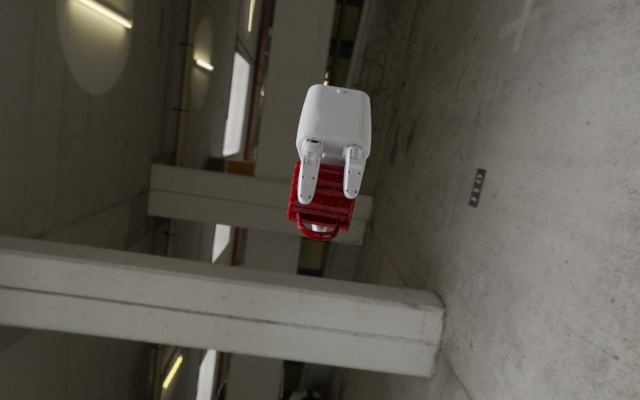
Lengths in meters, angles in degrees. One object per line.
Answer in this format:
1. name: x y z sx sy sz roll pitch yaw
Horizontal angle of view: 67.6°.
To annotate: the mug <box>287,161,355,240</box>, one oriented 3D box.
1. mug: 0.000 0.003 0.627 0.081 0.117 0.093 9 -37 -2
